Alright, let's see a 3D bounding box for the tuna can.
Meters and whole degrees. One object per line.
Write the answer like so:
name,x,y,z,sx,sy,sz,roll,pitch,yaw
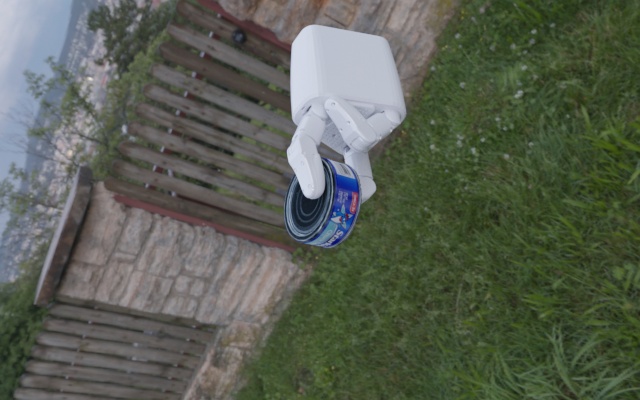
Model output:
tuna can,0.000,0.001,0.465,0.034,0.086,0.086,14,-8,-34
